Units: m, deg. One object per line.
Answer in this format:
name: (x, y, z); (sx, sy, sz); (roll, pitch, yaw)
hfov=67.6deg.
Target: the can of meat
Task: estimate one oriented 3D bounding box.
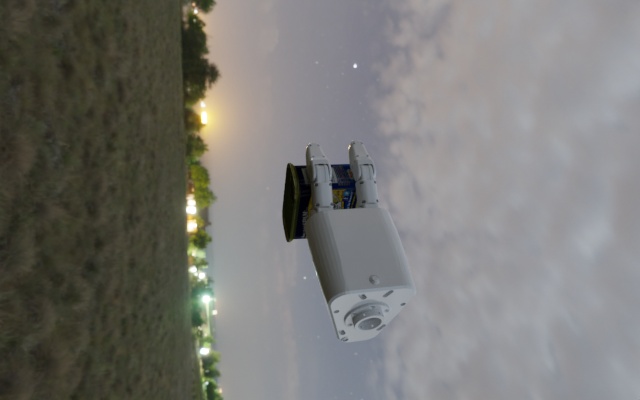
can of meat: (0.000, 0.002, 0.594); (0.084, 0.102, 0.057); (-3, 43, -14)
